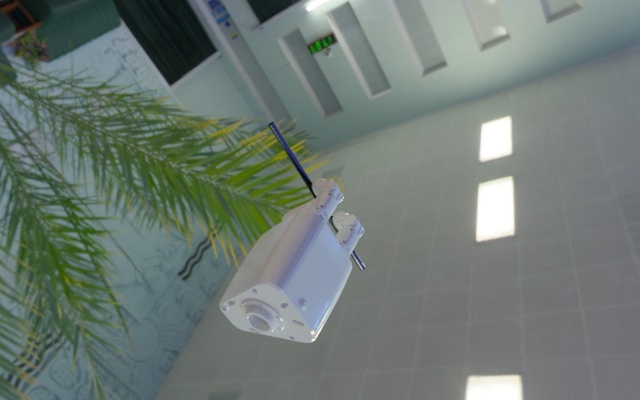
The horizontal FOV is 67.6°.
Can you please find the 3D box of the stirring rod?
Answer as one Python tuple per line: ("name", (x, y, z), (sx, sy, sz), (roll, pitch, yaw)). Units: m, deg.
("stirring rod", (0.000, 0.002, 0.612), (0.011, 0.240, 0.011), (-26, 25, 13))
